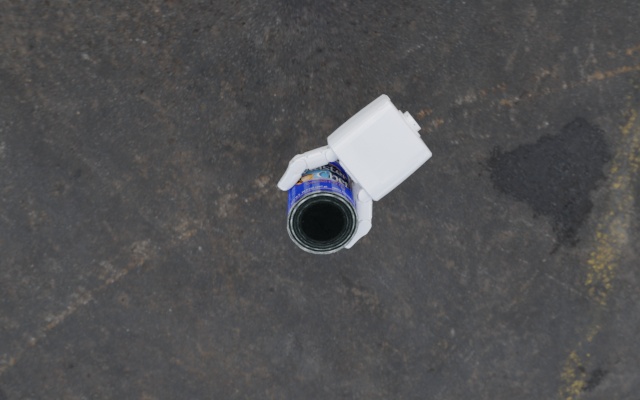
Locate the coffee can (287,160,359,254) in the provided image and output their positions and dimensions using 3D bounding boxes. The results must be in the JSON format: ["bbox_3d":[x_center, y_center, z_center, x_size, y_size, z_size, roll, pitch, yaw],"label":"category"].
[{"bbox_3d":[0.000,0.002,0.735,0.103,0.103,0.140,0,26,-3],"label":"coffee can"}]
